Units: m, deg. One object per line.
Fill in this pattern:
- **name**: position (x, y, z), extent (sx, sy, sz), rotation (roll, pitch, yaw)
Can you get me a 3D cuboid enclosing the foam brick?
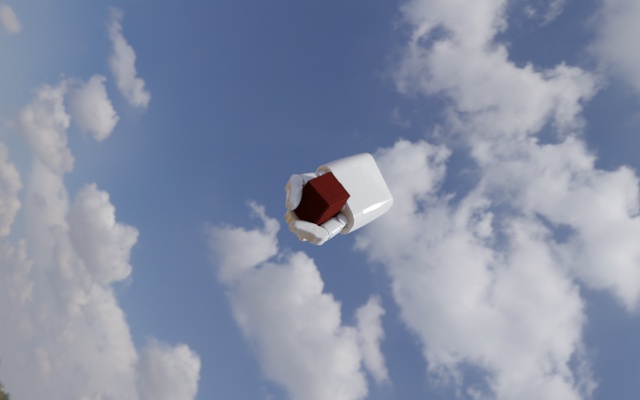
- **foam brick**: position (0.000, 0.002, 0.745), extent (0.051, 0.053, 0.078), rotation (-24, -21, -38)
